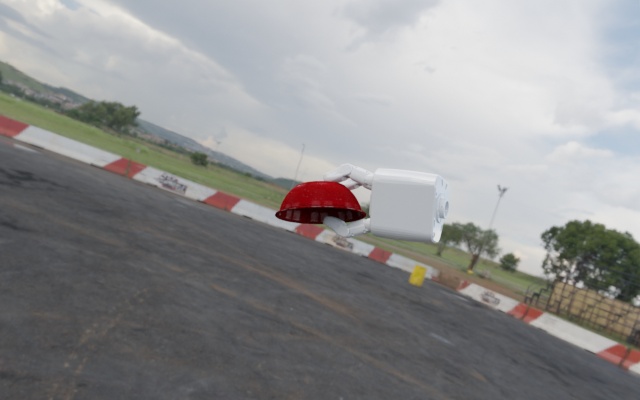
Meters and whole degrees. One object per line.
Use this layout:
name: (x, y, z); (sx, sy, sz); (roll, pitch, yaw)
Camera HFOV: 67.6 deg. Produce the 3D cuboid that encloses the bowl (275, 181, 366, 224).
bowl: (-0.001, 0.002, 0.850); (0.162, 0.055, 0.162); (-1, -13, 0)
